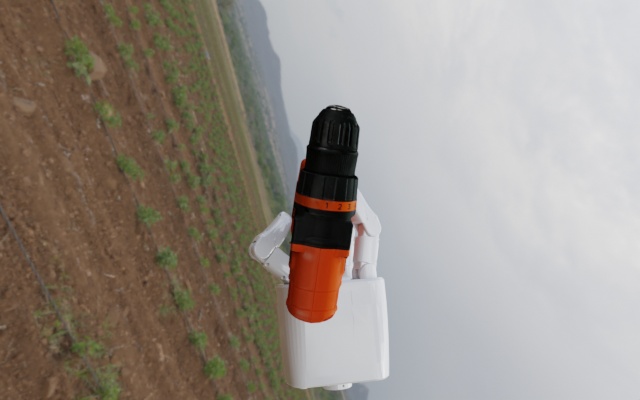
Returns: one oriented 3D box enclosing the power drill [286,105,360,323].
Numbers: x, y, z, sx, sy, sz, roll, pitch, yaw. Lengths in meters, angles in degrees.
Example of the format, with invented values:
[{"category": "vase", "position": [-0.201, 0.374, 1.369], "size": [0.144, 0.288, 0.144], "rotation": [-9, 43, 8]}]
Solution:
[{"category": "power drill", "position": [0.000, 0.002, 0.468], "size": [0.057, 0.184, 0.187], "rotation": [9, 10, -1]}]
